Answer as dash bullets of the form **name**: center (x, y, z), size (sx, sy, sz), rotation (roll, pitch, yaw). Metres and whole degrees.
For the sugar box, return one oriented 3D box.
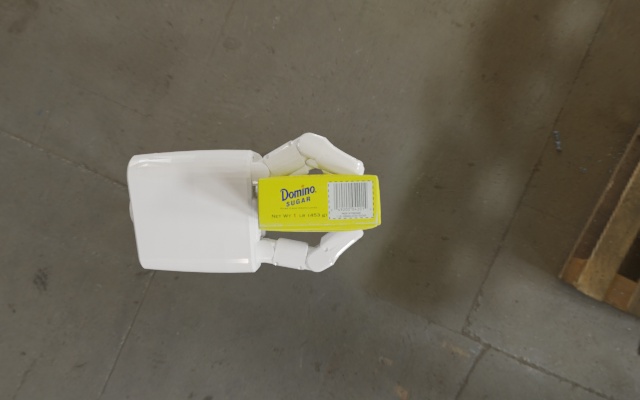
- **sugar box**: center (0.000, 0.001, 0.442), size (0.093, 0.048, 0.176), rotation (-1, 2, 0)
